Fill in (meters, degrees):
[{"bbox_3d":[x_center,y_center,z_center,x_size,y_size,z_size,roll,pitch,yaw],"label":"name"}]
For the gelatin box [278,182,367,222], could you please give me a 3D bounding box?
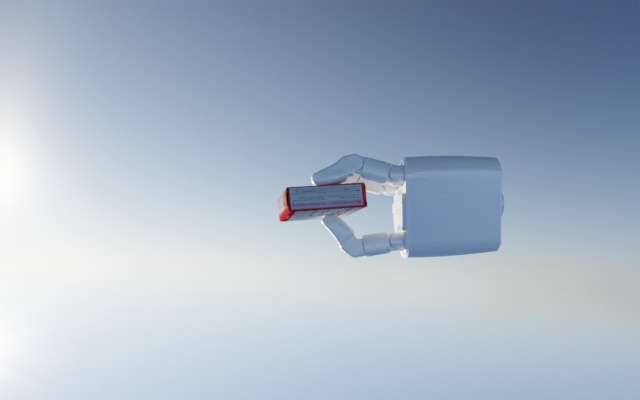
[{"bbox_3d":[0.000,0.002,0.541,0.089,0.030,0.073,-5,-9,-13],"label":"gelatin box"}]
